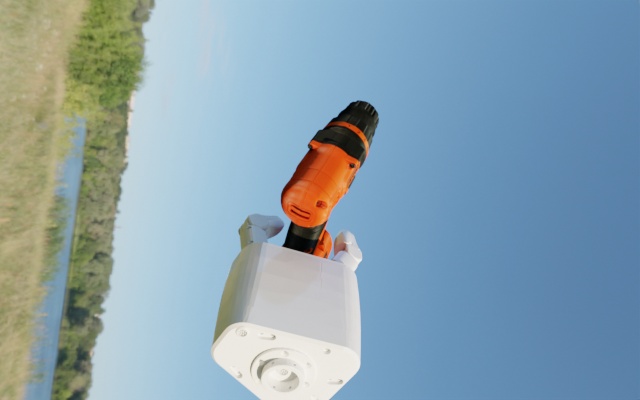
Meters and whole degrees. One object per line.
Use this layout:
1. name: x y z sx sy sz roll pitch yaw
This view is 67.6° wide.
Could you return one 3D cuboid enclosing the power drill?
1. power drill: 0.000 0.002 0.506 0.057 0.188 0.184 25 44 9
